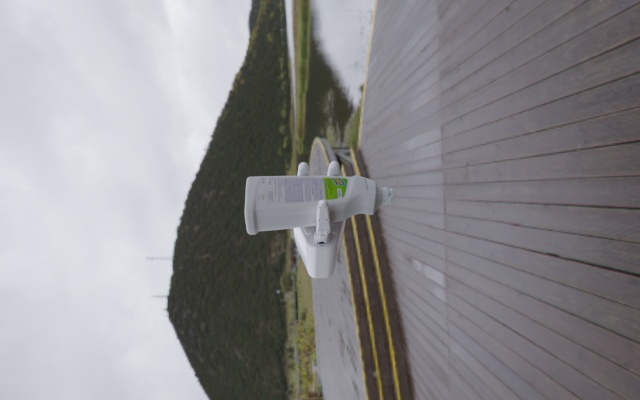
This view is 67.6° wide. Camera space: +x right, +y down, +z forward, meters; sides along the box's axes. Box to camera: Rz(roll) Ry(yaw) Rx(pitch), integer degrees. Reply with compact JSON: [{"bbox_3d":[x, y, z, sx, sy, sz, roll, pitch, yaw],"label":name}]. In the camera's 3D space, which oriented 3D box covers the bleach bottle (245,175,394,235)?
[{"bbox_3d":[0.000,0.003,0.820,0.251,0.102,0.068,-2,-42,-3],"label":"bleach bottle"}]
